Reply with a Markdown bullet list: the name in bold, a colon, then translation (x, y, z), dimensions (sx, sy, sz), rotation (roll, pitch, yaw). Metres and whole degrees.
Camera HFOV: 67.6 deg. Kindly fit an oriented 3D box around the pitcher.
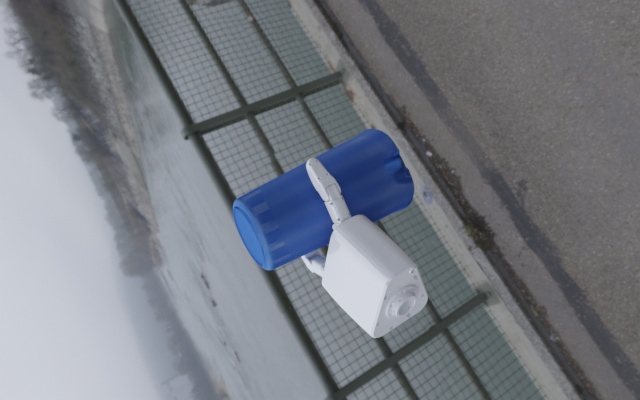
- **pitcher**: translation (0.000, 0.002, 0.695), dimensions (0.243, 0.149, 0.145), rotation (-26, 46, -22)
